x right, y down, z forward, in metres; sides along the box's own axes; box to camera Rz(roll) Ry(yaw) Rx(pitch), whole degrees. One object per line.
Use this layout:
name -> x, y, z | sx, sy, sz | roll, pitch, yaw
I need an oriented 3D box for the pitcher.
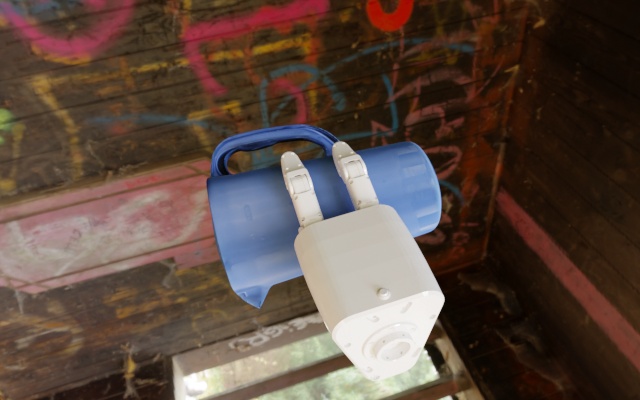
pitcher -> 0.000, 0.002, 0.533 | 0.243, 0.149, 0.145 | -15, 39, -8
